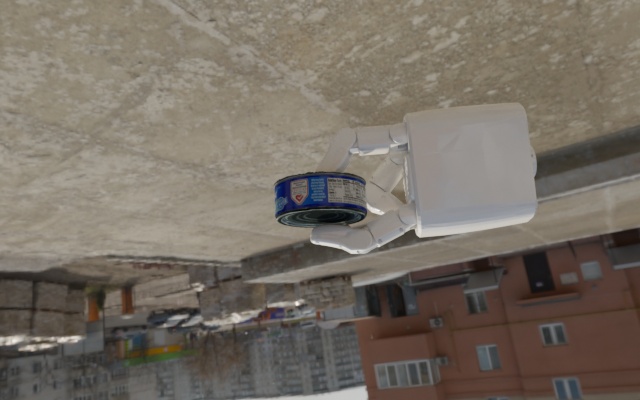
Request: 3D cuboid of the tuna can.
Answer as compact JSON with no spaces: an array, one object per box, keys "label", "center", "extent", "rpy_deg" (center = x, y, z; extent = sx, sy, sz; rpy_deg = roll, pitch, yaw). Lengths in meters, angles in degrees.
[{"label":"tuna can","center":[0.000,0.002,0.440],"extent":[0.086,0.033,0.086],"rpy_deg":[-2,-14,-1]}]
